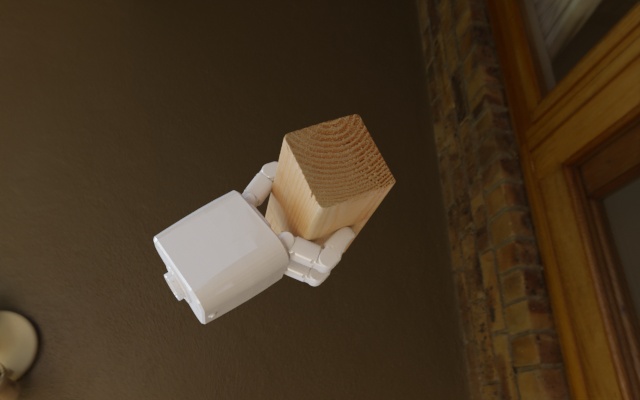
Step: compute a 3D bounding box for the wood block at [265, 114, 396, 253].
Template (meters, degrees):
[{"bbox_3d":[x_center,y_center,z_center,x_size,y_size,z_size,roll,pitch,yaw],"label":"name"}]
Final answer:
[{"bbox_3d":[0.000,0.002,0.567,0.090,0.090,0.206,-19,-19,-21],"label":"wood block"}]
